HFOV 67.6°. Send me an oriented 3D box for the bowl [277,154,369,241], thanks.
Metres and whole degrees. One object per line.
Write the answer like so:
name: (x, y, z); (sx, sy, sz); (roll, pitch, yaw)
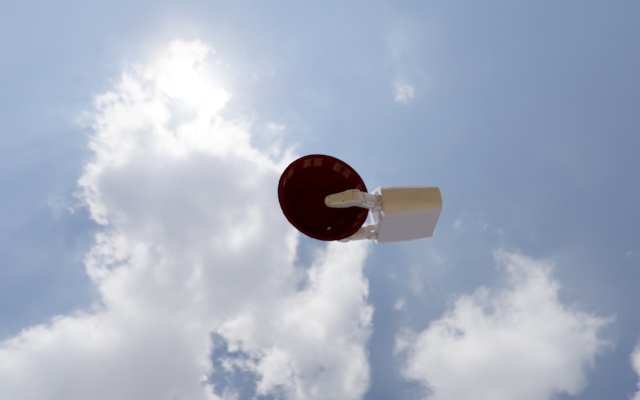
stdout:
bowl: (-0.001, 0.003, 0.822); (0.162, 0.162, 0.055); (0, -24, -18)
